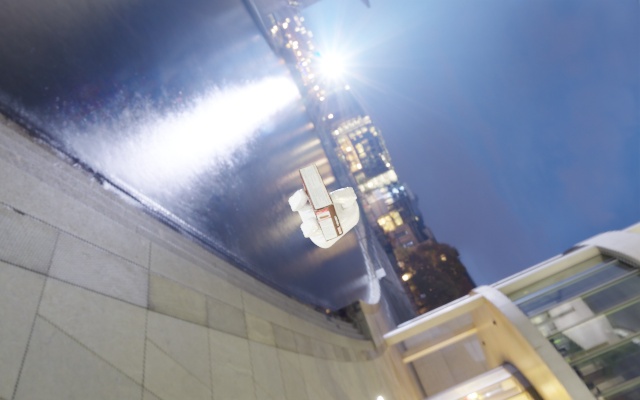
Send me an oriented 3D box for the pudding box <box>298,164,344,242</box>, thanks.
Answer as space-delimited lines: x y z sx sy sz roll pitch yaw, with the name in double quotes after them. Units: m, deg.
0.000 0.003 0.856 0.039 0.113 0.090 -23 -43 -2 "pudding box"
